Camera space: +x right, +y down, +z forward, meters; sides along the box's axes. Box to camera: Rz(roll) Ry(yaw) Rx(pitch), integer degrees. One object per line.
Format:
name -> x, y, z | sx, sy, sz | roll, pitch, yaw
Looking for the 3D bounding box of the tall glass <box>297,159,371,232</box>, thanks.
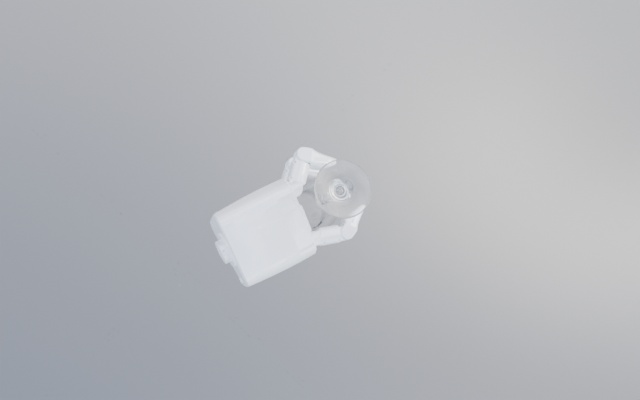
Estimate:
tall glass -> 0.000, 0.002, 0.680 | 0.079, 0.079, 0.201 | 0, -10, -16
